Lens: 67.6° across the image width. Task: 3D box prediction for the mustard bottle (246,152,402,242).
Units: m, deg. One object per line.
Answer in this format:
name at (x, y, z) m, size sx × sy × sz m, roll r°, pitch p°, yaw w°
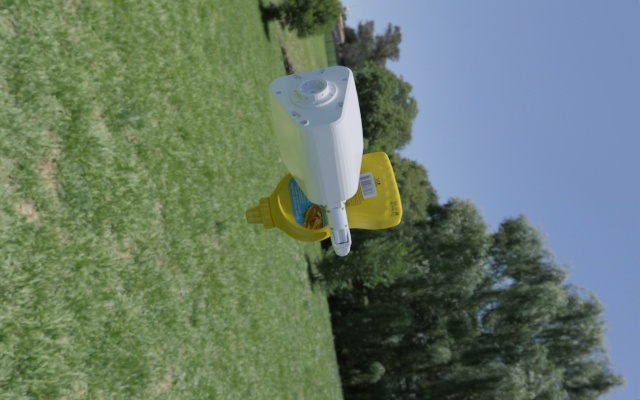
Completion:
mustard bottle at (0.000, 0.002, 0.607) m, size 0.191 × 0.096 × 0.058 m, roll -11°, pitch -20°, yaw 0°
